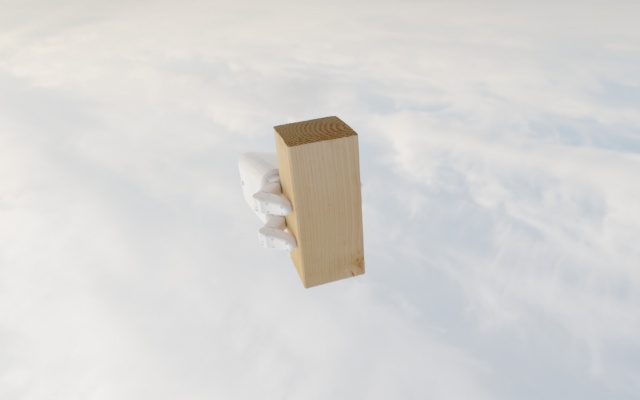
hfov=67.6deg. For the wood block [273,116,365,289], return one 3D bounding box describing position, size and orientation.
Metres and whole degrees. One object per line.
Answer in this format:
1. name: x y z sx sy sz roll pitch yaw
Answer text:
1. wood block: 0.000 0.002 0.647 0.091 0.206 0.090 -13 28 -13
